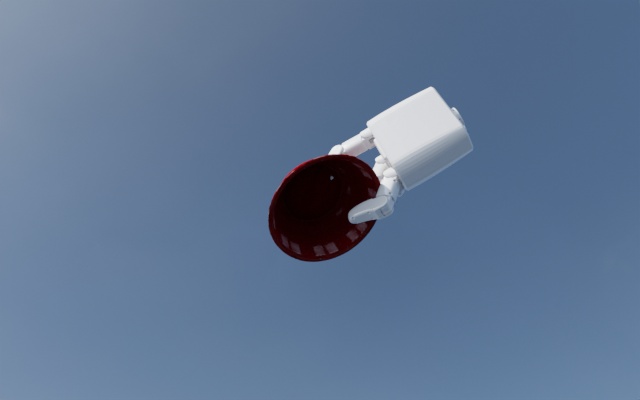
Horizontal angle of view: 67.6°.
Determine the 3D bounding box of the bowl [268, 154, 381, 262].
[{"bbox_3d":[-0.001,0.002,0.648,0.162,0.162,0.055,0,28,-25],"label":"bowl"}]
